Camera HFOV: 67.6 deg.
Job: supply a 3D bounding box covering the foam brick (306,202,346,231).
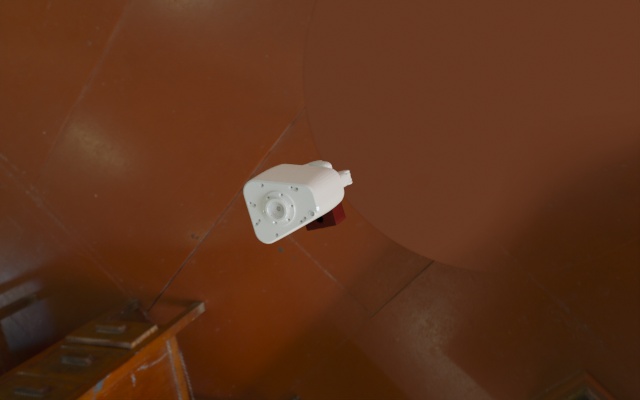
[{"bbox_3d":[0.000,0.003,0.761,0.053,0.078,0.051,-12,10,22],"label":"foam brick"}]
